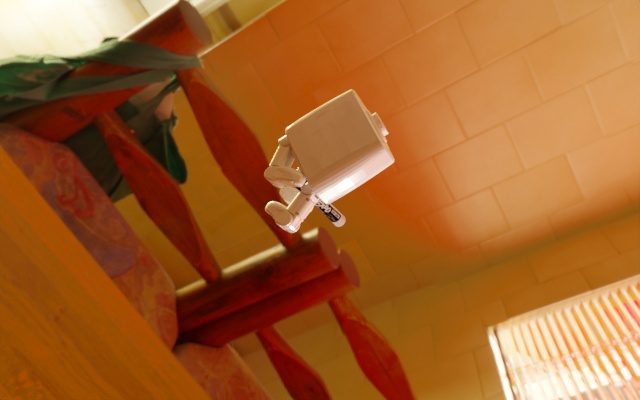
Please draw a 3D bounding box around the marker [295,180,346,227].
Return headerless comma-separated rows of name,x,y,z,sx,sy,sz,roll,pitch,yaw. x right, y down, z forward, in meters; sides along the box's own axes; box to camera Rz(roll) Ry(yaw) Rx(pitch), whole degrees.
marker,0.000,0.002,0.661,0.020,0.020,0.121,0,-28,33
